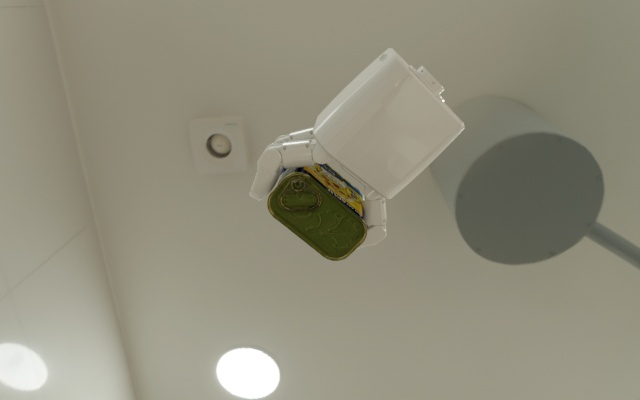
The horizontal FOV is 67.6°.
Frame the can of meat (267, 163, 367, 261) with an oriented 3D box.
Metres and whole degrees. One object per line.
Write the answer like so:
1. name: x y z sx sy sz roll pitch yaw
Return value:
1. can of meat: 0.000 0.002 0.506 0.102 0.057 0.084 39 21 -12
